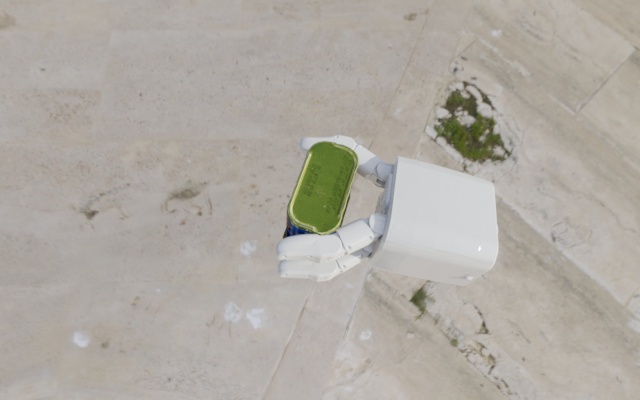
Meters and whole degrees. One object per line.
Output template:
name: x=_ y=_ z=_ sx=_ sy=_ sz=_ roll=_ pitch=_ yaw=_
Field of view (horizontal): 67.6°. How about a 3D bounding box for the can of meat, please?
can of meat: x=0.000 y=0.001 z=0.485 sx=0.057 sy=0.102 sz=0.084 roll=17 pitch=-24 yaw=2
